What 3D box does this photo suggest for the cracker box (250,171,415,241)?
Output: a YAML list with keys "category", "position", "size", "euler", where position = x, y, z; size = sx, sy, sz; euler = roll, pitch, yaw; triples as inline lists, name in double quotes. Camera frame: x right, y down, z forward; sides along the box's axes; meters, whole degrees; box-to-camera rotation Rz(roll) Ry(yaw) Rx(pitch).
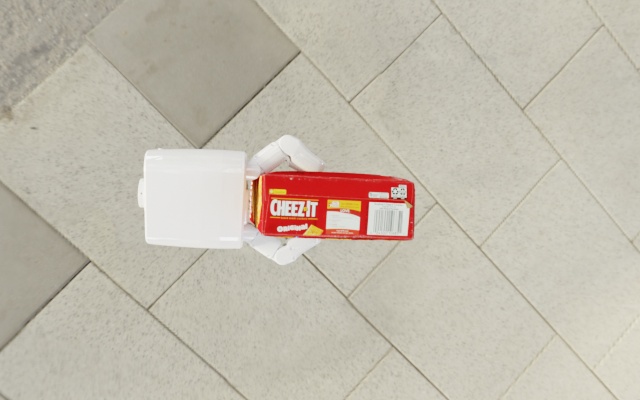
- category: "cracker box"
  position: [0.000, 0.002, 0.588]
  size: [0.164, 0.072, 0.213]
  euler: [2, 2, -11]
